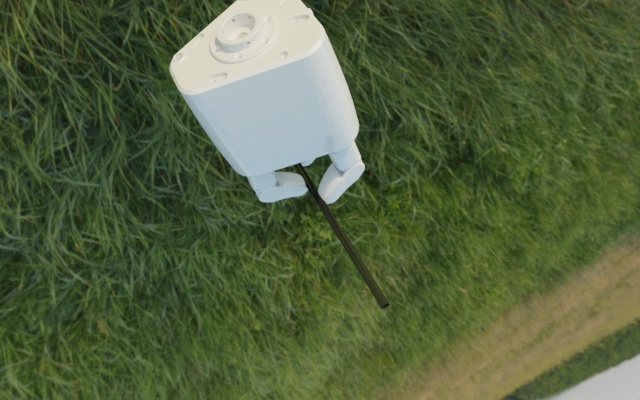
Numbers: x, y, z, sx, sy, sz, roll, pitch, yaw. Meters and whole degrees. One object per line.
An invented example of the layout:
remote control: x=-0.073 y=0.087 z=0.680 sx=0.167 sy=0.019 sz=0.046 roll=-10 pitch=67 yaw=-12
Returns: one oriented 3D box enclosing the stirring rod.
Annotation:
stirring rod: x=0.000 y=0.001 z=0.461 sx=0.011 sy=0.239 sz=0.011 roll=-22 pitch=-33 yaw=-15
